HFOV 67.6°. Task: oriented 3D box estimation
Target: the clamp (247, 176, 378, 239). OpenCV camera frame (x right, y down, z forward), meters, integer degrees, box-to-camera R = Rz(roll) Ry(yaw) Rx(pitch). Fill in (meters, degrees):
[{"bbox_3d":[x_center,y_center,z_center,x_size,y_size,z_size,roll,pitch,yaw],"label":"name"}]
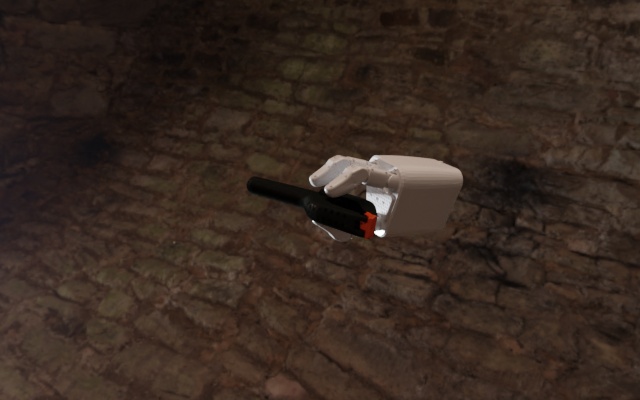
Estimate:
[{"bbox_3d":[0.000,0.003,0.642,0.164,0.036,0.210,0,17,-24],"label":"clamp"}]
